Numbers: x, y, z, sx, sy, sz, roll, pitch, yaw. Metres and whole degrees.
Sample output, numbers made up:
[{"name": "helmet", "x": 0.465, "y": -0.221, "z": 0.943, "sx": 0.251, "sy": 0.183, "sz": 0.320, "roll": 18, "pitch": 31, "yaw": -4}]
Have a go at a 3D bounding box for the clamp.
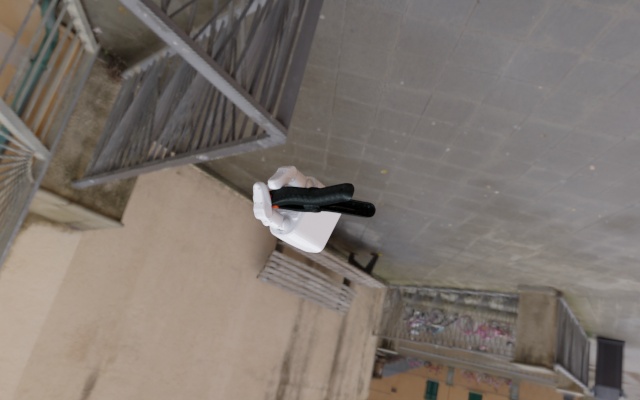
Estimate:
[{"name": "clamp", "x": 0.000, "y": 0.003, "z": 0.747, "sx": 0.171, "sy": 0.039, "sz": 0.120, "roll": 2, "pitch": -21, "yaw": 33}]
